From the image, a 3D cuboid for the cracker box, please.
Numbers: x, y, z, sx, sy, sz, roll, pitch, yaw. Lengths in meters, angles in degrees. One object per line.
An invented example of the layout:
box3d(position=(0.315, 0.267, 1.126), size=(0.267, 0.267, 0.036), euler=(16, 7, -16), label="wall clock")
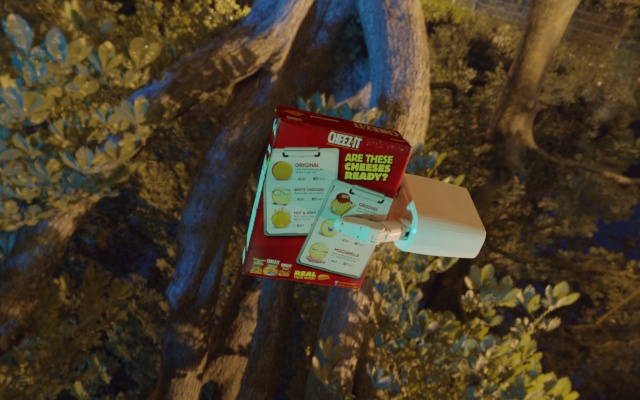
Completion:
box3d(position=(0.000, 0.002, 0.611), size=(0.164, 0.214, 0.072), euler=(10, 25, -14), label="cracker box")
